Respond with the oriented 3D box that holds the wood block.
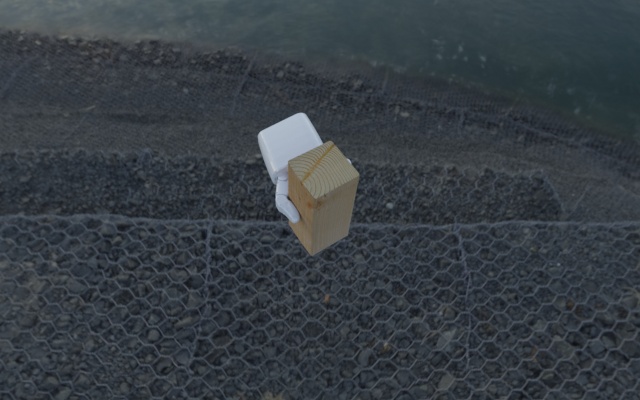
[{"bbox_3d":[0.000,0.003,0.869,0.091,0.090,0.206,-28,-27,-19],"label":"wood block"}]
